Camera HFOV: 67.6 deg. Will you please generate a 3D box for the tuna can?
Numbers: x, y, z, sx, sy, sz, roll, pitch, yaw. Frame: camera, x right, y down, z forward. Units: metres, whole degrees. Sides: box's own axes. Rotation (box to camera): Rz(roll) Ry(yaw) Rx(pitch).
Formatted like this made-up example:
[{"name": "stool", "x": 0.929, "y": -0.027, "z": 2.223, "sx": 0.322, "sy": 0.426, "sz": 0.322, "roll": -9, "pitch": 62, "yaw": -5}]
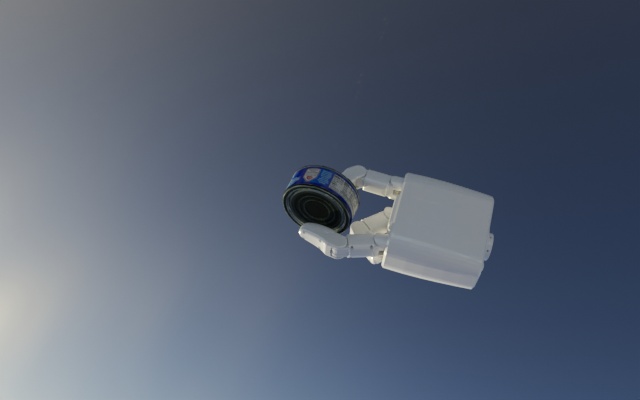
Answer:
[{"name": "tuna can", "x": 0.000, "y": 0.002, "z": 0.553, "sx": 0.086, "sy": 0.086, "sz": 0.033, "roll": 0, "pitch": 44, "yaw": 29}]
